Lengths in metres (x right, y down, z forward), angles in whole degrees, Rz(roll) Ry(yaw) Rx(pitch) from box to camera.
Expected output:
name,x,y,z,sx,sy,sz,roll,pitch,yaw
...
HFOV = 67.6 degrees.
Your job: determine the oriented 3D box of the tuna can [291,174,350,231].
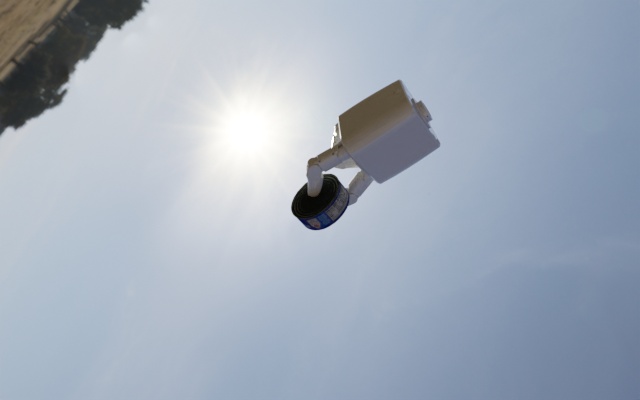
name,x,y,z,sx,sy,sz,roll,pitch,yaw
tuna can,0.000,0.003,0.714,0.086,0.086,0.034,0,-38,44
